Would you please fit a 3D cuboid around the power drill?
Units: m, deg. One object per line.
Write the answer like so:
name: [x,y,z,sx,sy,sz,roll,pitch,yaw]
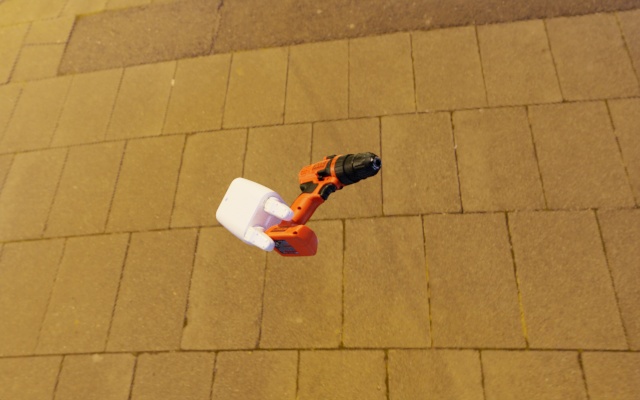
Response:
power drill: [0.000,0.003,0.772,0.057,0.187,0.184,47,-32,-22]
